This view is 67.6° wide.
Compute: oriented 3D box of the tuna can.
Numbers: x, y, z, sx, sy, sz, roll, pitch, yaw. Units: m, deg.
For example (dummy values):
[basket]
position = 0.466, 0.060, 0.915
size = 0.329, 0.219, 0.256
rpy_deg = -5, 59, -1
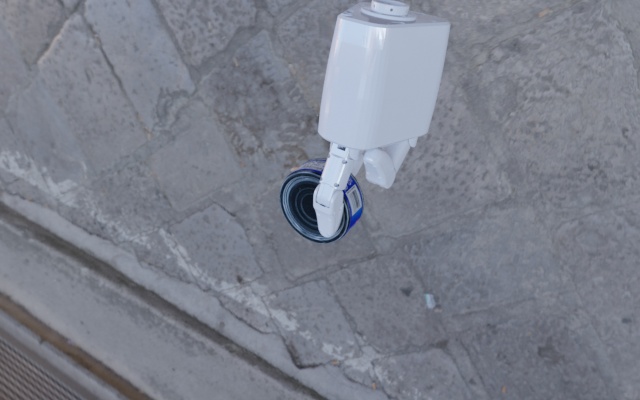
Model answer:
[tuna can]
position = 0.000, 0.002, 0.497
size = 0.086, 0.086, 0.033
rpy_deg = 0, 26, 34
